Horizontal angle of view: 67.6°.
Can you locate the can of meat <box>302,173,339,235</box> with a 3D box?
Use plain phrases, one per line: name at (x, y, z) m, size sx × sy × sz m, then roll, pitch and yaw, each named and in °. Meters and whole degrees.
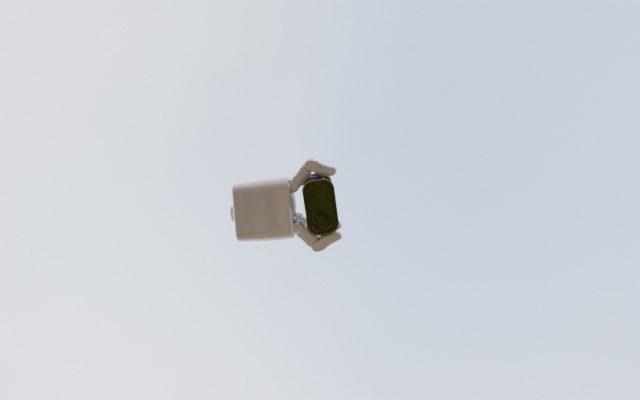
can of meat at (0.000, 0.003, 0.885) m, size 0.057 × 0.102 × 0.084 m, roll -8°, pitch 14°, yaw 2°
